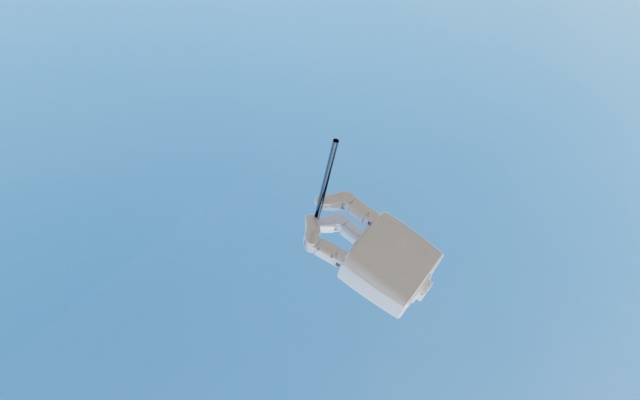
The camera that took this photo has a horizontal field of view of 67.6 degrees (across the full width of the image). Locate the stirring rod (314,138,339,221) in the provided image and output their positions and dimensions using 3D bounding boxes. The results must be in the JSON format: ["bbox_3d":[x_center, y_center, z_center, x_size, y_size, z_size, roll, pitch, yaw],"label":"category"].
[{"bbox_3d":[0.000,0.002,0.688,0.011,0.011,0.240,0,-40,-12],"label":"stirring rod"}]
